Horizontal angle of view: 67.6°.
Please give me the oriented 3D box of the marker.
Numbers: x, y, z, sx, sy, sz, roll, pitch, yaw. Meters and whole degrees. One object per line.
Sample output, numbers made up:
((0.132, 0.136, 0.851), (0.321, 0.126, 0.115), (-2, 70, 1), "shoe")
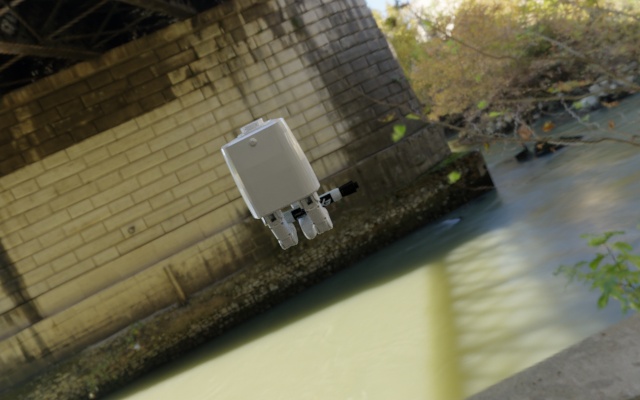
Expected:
((0.000, 0.002, 0.700), (0.121, 0.020, 0.020), (-25, -3, 6), "marker")
